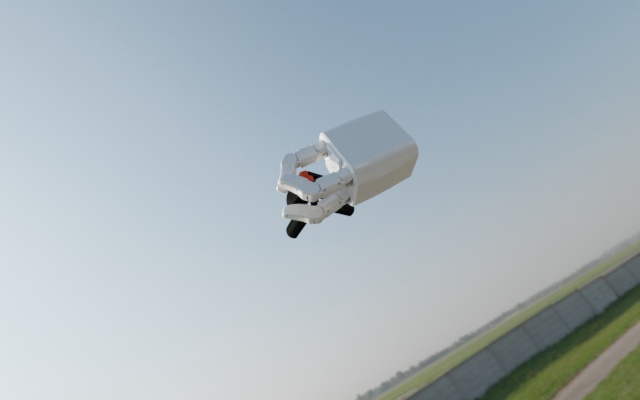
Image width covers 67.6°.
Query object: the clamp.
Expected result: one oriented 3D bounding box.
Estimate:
[{"bbox_3d":[0.000,0.002,0.744,0.120,0.039,0.171,-24,-23,-12],"label":"clamp"}]
